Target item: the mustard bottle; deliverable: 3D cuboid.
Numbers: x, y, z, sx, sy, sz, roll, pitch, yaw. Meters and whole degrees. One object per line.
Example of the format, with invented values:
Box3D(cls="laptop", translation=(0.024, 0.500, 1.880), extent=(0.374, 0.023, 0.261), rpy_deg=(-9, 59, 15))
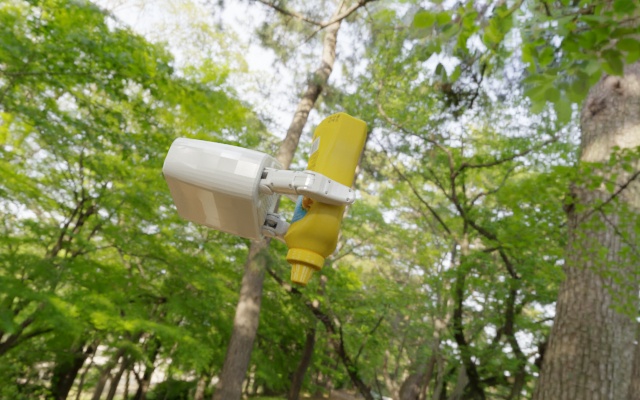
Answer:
Box3D(cls="mustard bottle", translation=(0.000, 0.002, 0.543), extent=(0.058, 0.191, 0.096), rpy_deg=(21, -20, -15))
